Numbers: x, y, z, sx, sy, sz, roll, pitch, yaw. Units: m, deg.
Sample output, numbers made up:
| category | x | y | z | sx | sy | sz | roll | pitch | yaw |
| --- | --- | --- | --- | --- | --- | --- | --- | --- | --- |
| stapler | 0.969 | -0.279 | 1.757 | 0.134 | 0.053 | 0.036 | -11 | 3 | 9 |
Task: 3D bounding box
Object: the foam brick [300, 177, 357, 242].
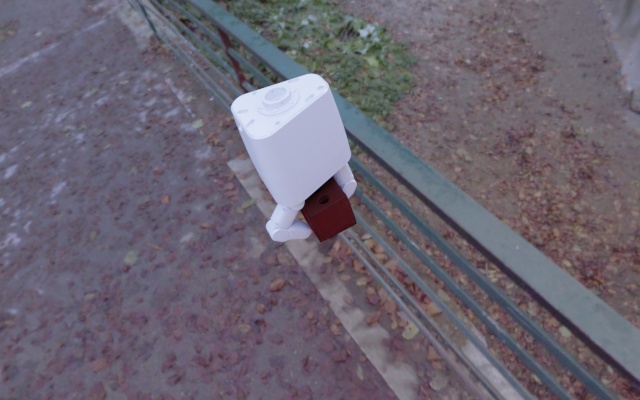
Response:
| category | x | y | z | sx | sy | sz | roll | pitch | yaw |
| --- | --- | --- | --- | --- | --- | --- | --- | --- | --- |
| foam brick | 0.000 | 0.002 | 0.594 | 0.053 | 0.051 | 0.078 | -29 | 46 | -8 |
